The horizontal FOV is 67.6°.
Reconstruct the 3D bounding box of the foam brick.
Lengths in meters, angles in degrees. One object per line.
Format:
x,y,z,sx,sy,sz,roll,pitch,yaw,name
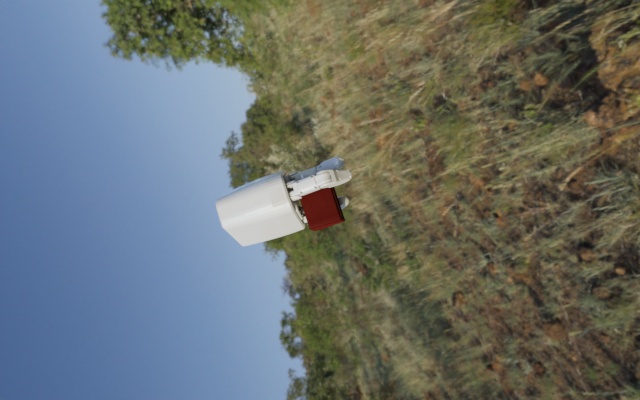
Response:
0.000,0.003,0.719,0.051,0.078,0.053,-19,-9,5,foam brick
